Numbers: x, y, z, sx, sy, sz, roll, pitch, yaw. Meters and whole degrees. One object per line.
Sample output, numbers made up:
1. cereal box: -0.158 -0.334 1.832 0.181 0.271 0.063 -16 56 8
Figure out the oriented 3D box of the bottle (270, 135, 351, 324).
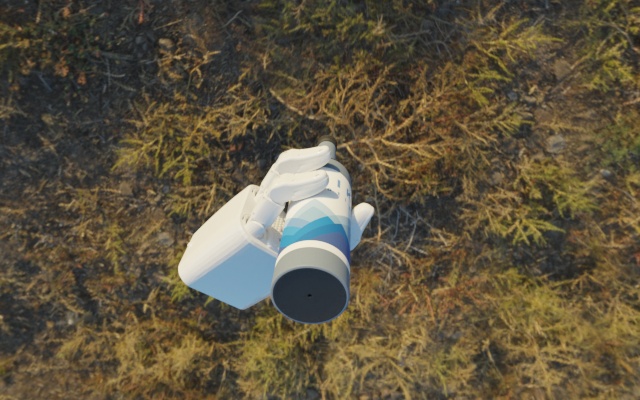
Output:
1. bottle: 0.000 0.002 0.520 0.069 0.069 0.295 0 32 4
